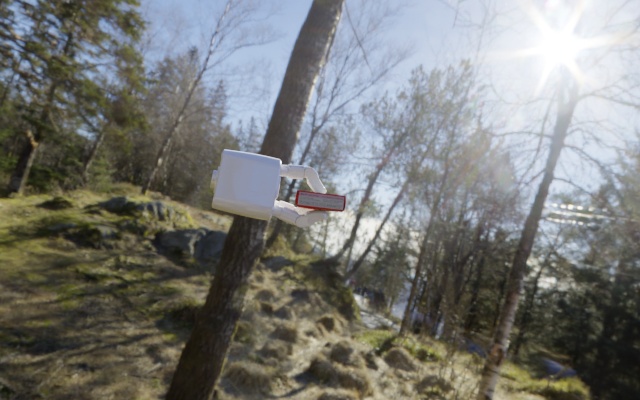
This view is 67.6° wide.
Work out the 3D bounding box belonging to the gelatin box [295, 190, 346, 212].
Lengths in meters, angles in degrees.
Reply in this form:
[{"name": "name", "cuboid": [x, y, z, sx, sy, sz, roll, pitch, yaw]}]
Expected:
[{"name": "gelatin box", "cuboid": [0.001, 0.002, 0.868, 0.089, 0.030, 0.073, 6, -3, 1]}]
